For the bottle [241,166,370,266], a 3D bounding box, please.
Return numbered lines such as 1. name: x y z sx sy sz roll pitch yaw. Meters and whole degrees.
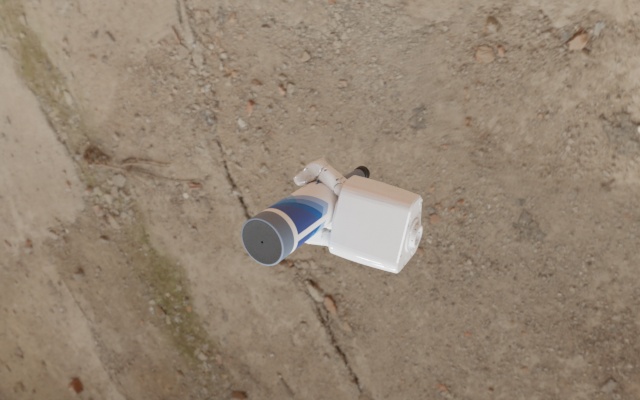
1. bottle: 0.000 0.002 0.716 0.069 0.069 0.295 0 20 32
